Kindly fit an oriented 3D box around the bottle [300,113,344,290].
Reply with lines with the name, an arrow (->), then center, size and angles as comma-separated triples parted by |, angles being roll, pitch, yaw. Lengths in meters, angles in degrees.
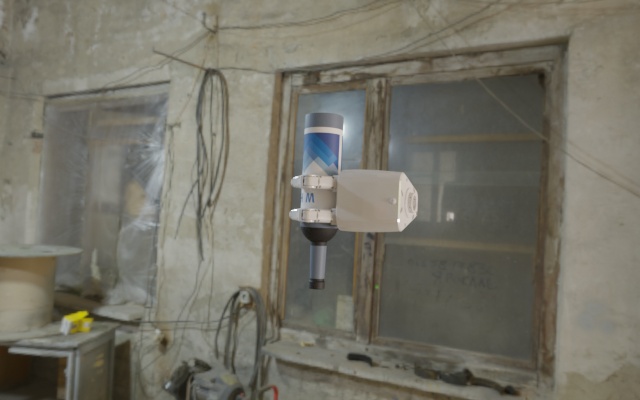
bottle -> 0.000, 0.002, 0.817 | 0.069, 0.295, 0.069 | 3, -2, 0
